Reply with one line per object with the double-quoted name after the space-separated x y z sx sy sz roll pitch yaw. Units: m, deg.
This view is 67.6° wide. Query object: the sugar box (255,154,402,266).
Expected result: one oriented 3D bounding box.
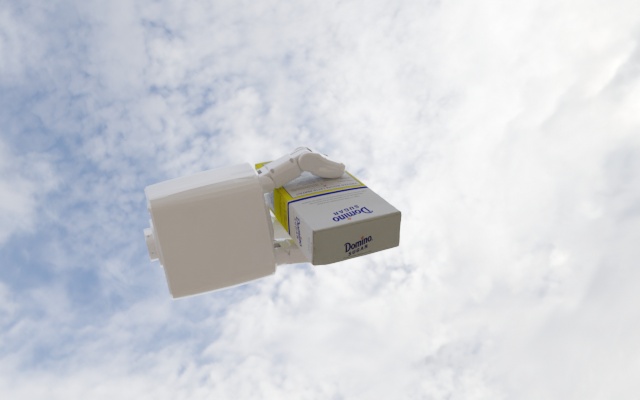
0.000 0.002 0.505 0.093 0.048 0.176 -11 30 -20 "sugar box"
